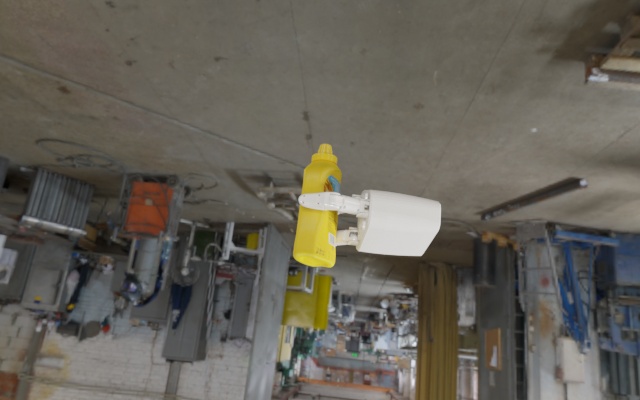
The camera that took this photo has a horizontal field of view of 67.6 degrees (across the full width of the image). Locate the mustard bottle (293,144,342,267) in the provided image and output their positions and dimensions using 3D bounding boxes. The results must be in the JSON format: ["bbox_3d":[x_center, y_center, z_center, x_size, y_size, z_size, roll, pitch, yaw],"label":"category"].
[{"bbox_3d":[0.000,0.003,0.743,0.058,0.191,0.096,0,-18,20],"label":"mustard bottle"}]
